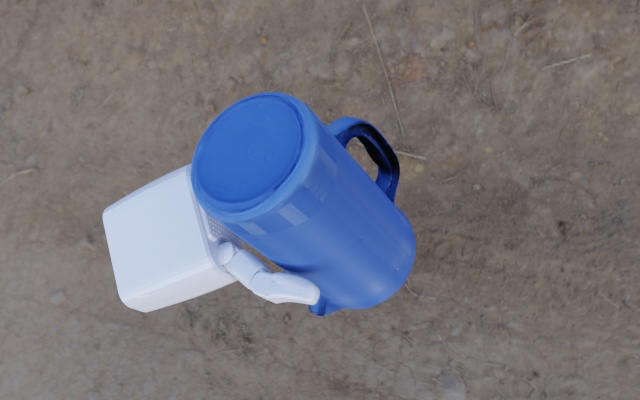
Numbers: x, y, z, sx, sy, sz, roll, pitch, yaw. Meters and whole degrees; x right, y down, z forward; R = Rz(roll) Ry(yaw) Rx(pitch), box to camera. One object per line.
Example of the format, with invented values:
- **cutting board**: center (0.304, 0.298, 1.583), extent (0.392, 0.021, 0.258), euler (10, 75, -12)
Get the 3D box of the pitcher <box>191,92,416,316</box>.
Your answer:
- **pitcher**: center (0.000, 0.002, 0.443), extent (0.145, 0.149, 0.243), euler (-21, -31, 15)
